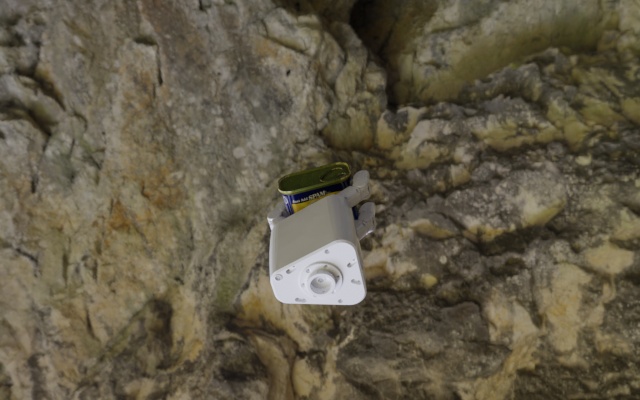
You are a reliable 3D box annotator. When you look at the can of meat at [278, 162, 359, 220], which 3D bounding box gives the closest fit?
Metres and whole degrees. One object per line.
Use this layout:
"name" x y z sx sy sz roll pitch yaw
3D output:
"can of meat" 0.000 0.002 0.673 0.102 0.084 0.057 -14 27 0
